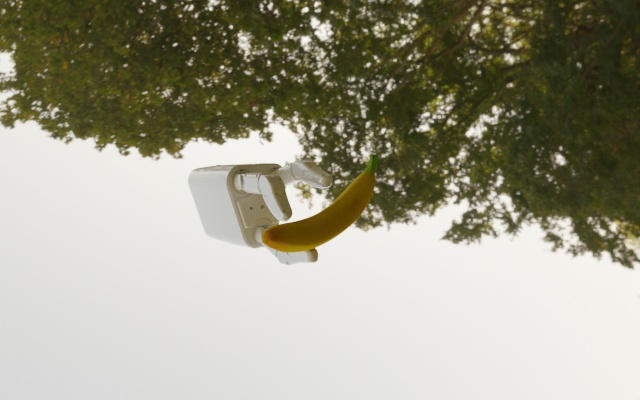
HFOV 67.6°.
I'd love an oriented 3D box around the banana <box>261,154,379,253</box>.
[{"bbox_3d":[0.008,0.016,0.576,0.037,0.070,0.197,10,38,44],"label":"banana"}]
